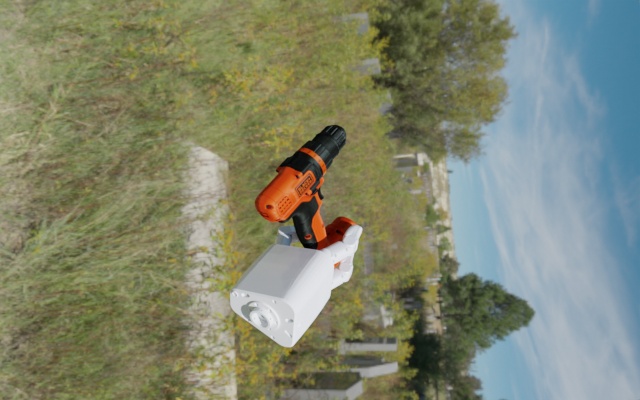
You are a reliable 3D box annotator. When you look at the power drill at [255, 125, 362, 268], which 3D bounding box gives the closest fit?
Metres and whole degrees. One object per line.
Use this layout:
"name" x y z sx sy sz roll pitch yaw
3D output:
"power drill" 0.000 0.003 0.726 0.057 0.188 0.184 18 56 43
